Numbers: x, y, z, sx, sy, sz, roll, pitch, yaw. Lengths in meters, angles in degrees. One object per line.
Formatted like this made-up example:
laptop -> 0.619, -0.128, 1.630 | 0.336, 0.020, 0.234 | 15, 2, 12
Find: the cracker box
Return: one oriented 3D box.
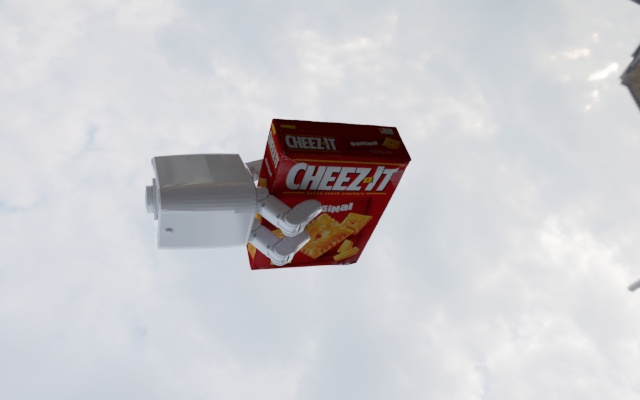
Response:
cracker box -> 0.000, 0.002, 0.624 | 0.164, 0.072, 0.214 | 0, -43, -21
